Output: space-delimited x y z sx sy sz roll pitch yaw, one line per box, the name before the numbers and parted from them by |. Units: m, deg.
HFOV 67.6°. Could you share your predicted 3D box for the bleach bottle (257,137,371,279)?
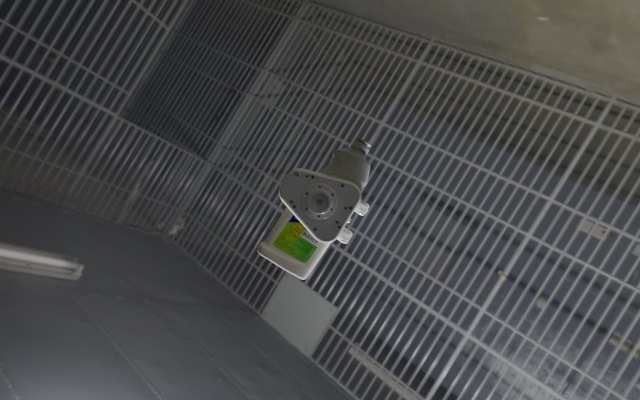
bleach bottle | 0.000 0.003 0.808 0.102 0.251 0.068 31 1 -2
